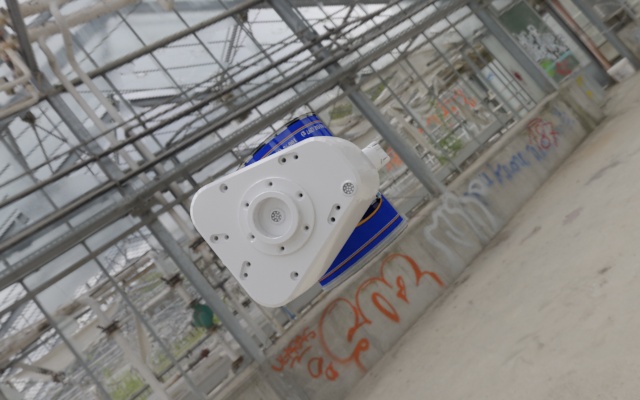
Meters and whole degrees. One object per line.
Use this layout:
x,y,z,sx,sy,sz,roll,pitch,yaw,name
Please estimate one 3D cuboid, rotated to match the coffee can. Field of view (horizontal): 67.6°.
0.000,0.002,0.461,0.103,0.140,0.103,-39,-4,-3,coffee can
